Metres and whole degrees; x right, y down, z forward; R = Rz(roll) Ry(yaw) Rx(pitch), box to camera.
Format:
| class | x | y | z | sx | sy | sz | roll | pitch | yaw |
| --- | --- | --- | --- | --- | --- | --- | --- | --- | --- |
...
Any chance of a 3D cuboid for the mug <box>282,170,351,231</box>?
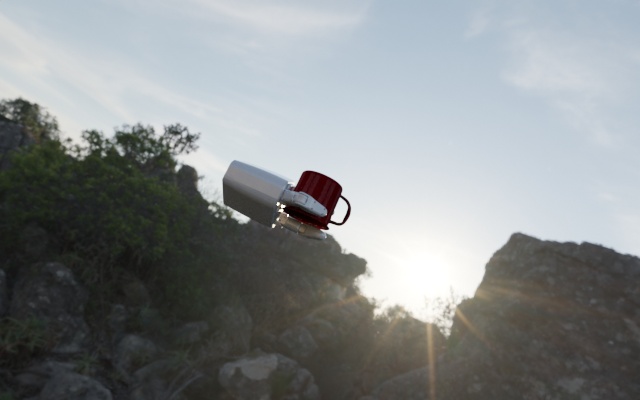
| class | x | y | z | sx | sy | sz | roll | pitch | yaw |
| --- | --- | --- | --- | --- | --- | --- | --- | --- | --- |
| mug | 0.002 | 0.003 | 0.859 | 0.117 | 0.081 | 0.093 | 24 | -12 | 2 |
